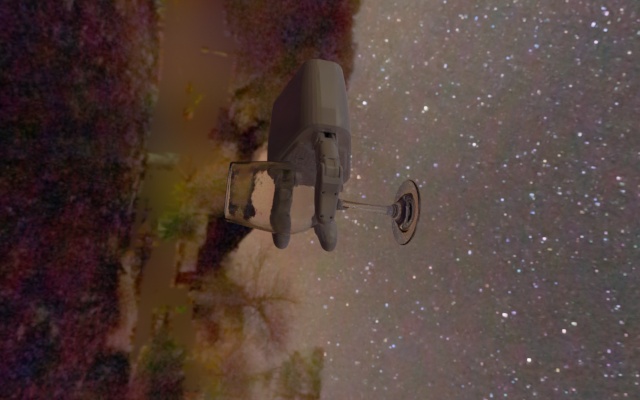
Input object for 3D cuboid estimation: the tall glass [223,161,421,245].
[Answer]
[{"bbox_3d":[0.001,0.002,0.514,0.201,0.079,0.079,7,-2,-13],"label":"tall glass"}]
